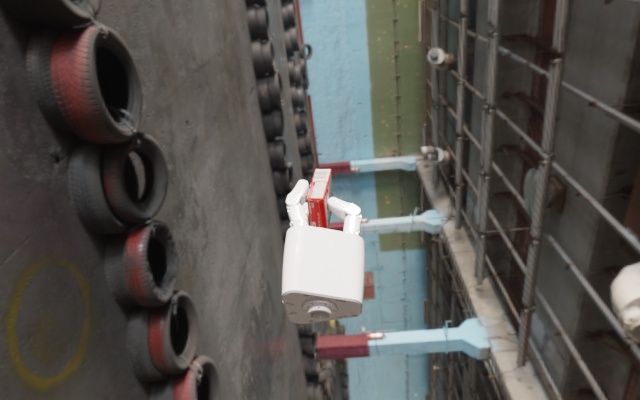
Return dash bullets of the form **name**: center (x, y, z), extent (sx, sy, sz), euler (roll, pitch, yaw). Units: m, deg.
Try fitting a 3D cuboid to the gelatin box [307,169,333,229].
- **gelatin box**: center (0.001, 0.002, 0.769), extent (0.030, 0.073, 0.089), euler (2, 36, 9)
